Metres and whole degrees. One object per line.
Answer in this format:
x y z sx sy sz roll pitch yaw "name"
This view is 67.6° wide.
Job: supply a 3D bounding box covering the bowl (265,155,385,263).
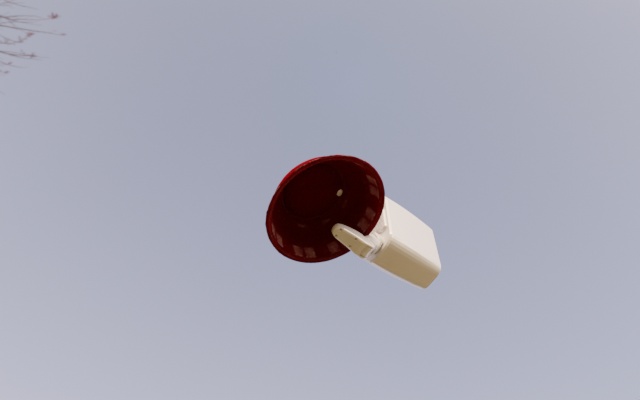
-0.001 0.001 0.620 0.162 0.162 0.055 0 32 -25 "bowl"
